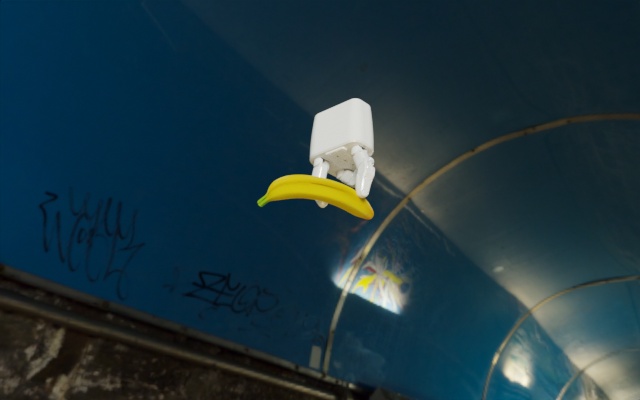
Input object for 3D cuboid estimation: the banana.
[{"bbox_3d":[0.002,-0.008,0.775,0.198,0.037,0.070,9,-35,-12],"label":"banana"}]
